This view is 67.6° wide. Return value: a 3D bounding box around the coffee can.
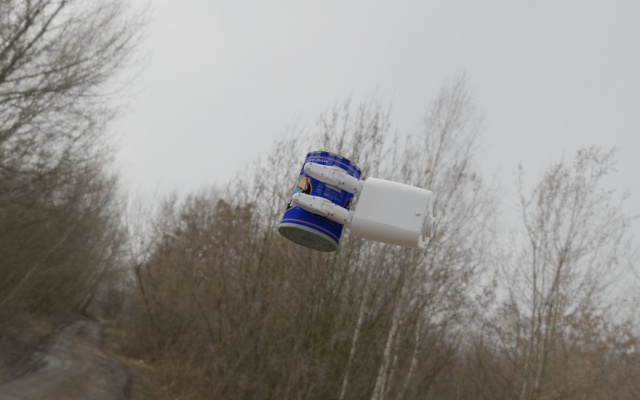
[{"bbox_3d":[0.000,0.003,0.803,0.103,0.140,0.103,17,-19,6],"label":"coffee can"}]
